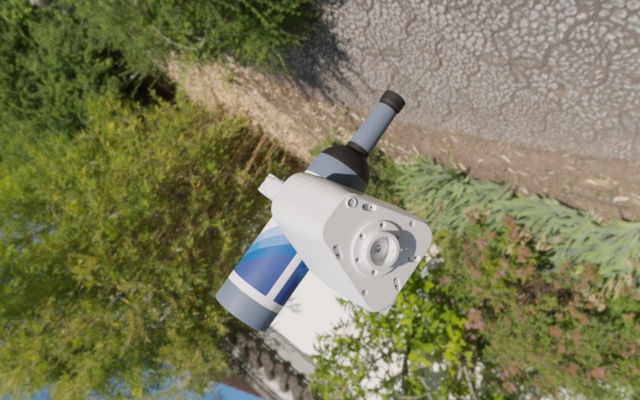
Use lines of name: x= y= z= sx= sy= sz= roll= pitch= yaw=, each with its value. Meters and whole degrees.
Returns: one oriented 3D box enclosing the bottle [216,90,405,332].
bottle: x=0.000 y=0.002 z=0.526 sx=0.069 sy=0.295 sz=0.069 roll=35 pitch=-6 yaw=5
